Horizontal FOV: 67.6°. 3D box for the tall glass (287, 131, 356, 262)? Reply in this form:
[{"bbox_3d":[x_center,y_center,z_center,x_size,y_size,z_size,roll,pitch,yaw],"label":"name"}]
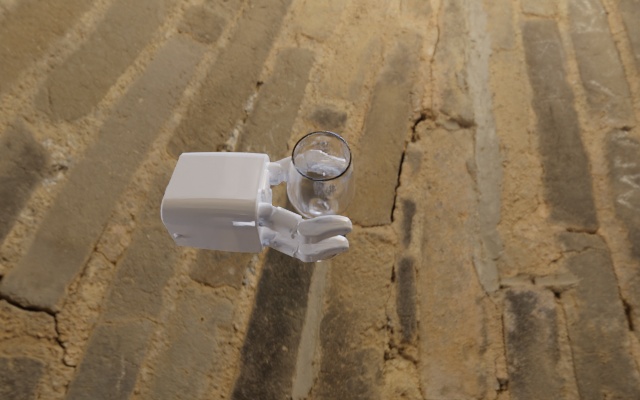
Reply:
[{"bbox_3d":[0.000,0.002,0.574,0.079,0.079,0.201,0,-29,-1],"label":"tall glass"}]
